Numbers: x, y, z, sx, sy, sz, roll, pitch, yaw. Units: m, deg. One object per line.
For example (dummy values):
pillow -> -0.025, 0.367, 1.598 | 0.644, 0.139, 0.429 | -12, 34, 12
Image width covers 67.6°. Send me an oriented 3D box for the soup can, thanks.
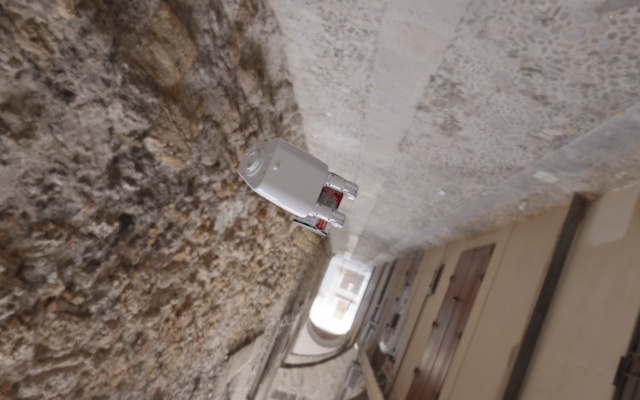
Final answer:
soup can -> 0.000, 0.003, 0.841 | 0.068, 0.102, 0.068 | 23, -8, 3
